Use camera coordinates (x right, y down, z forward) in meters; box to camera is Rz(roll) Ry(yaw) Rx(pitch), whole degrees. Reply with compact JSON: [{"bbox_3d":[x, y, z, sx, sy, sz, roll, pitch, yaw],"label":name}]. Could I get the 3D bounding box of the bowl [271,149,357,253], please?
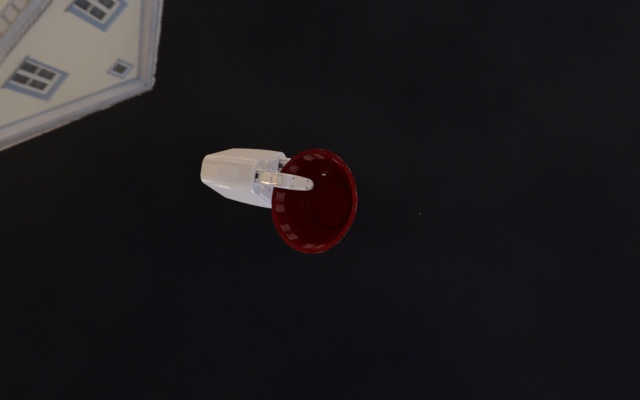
[{"bbox_3d":[0.001,0.003,0.755,0.162,0.162,0.055,0,-5,35],"label":"bowl"}]
